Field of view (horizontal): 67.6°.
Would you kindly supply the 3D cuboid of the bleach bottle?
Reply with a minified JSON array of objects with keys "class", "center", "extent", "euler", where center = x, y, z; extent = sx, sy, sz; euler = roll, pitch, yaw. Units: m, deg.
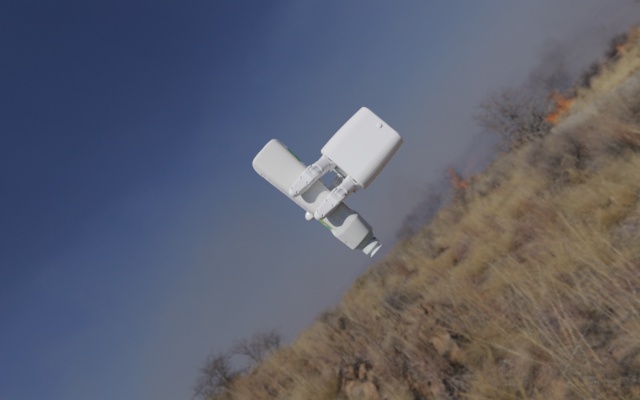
[{"class":"bleach bottle","center":[0.000,0.003,0.813],"extent":[0.251,0.068,0.102],"euler":[41,-2,8]}]
